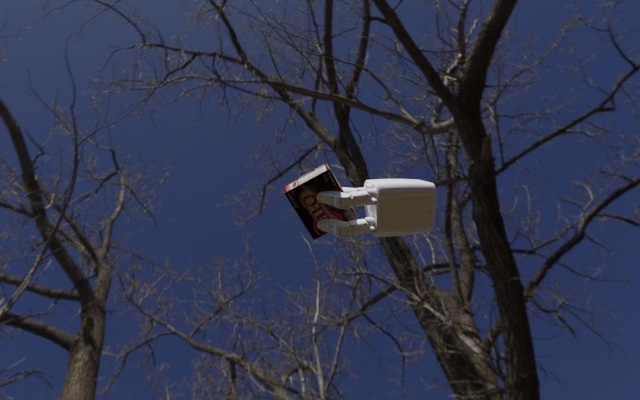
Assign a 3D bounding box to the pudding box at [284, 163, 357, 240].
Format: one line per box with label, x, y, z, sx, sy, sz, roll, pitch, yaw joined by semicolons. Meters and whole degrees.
pudding box;0.000;0.003;0.848;0.090;0.113;0.039;-28;24;6
